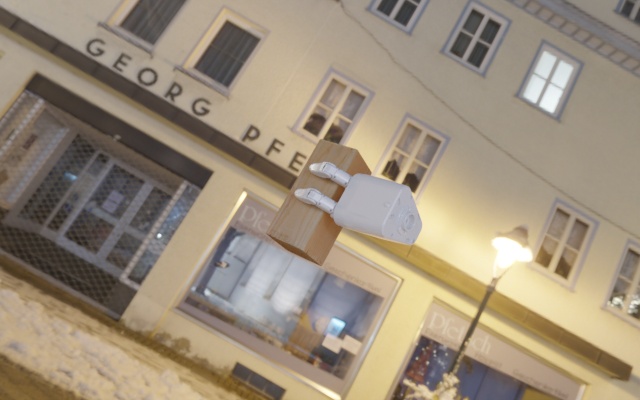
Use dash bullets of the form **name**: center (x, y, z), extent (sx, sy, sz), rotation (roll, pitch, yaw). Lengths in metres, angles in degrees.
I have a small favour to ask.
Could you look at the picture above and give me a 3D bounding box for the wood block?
- **wood block**: center (0.001, 0.003, 0.886), extent (0.090, 0.206, 0.091), rotation (20, -16, 33)
